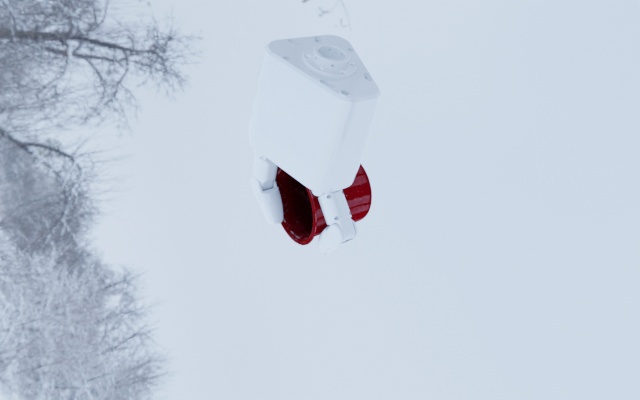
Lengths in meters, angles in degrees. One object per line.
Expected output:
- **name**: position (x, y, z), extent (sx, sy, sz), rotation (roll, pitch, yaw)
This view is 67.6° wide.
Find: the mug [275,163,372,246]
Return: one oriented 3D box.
- **mug**: position (0.000, 0.003, 0.541), extent (0.081, 0.093, 0.117), rotation (-17, -35, -30)
